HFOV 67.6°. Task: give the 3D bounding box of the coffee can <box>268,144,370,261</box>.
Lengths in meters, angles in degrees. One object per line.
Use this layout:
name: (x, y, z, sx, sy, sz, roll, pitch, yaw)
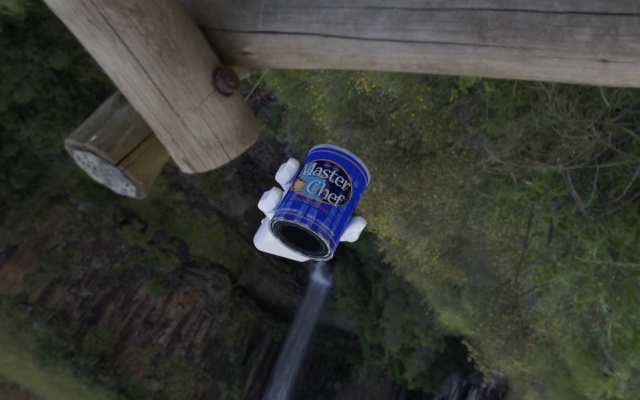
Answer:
coffee can: (0.000, 0.002, 0.702, 0.103, 0.140, 0.103, 21, -29, 12)
